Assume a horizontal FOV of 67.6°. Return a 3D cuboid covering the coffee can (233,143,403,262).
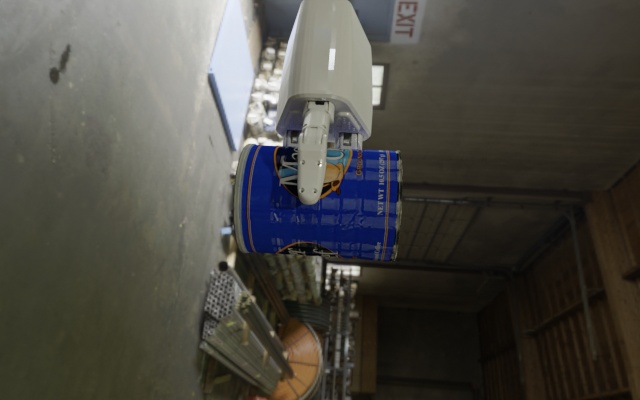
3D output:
[{"bbox_3d":[0.000,0.002,0.443,0.140,0.103,0.103,3,0,4],"label":"coffee can"}]
